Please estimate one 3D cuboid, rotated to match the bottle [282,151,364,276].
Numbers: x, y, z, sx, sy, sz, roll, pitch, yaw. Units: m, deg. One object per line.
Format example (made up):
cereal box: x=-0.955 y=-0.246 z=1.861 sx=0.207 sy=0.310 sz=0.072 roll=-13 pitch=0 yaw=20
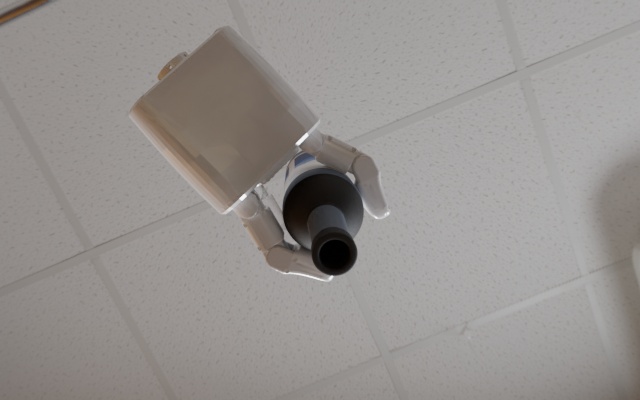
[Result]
bottle: x=0.000 y=0.001 z=0.424 sx=0.069 sy=0.069 sz=0.295 roll=0 pitch=12 yaw=-3
